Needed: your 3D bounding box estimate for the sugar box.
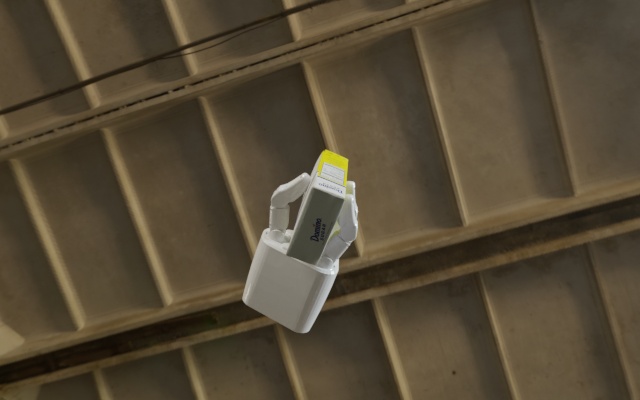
[{"bbox_3d":[0.001,0.002,0.614,0.048,0.093,0.176,20,20,-5],"label":"sugar box"}]
